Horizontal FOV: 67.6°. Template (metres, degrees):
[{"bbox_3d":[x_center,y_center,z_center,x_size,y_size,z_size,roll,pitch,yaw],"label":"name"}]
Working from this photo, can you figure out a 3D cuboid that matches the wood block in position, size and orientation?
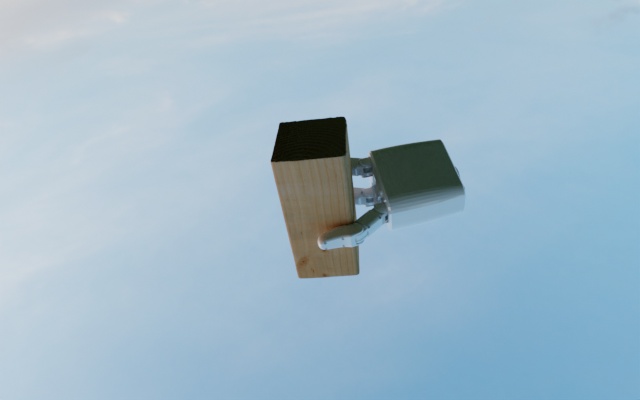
[{"bbox_3d":[0.001,0.002,0.643,0.090,0.206,0.090,-4,40,7],"label":"wood block"}]
